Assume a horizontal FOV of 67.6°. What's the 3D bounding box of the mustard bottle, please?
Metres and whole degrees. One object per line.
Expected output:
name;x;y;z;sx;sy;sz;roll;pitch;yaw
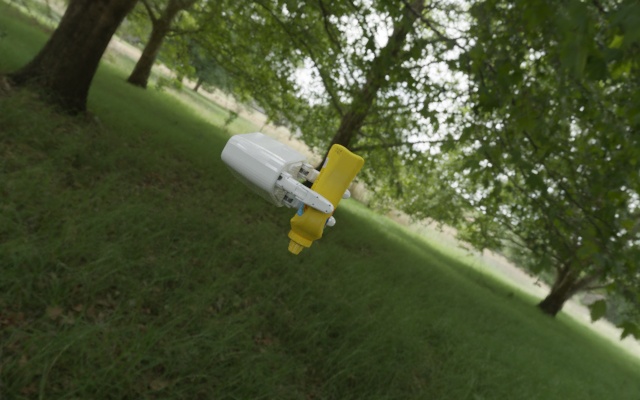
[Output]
mustard bottle;0.001;0.003;0.785;0.058;0.191;0.096;29;4;-9
